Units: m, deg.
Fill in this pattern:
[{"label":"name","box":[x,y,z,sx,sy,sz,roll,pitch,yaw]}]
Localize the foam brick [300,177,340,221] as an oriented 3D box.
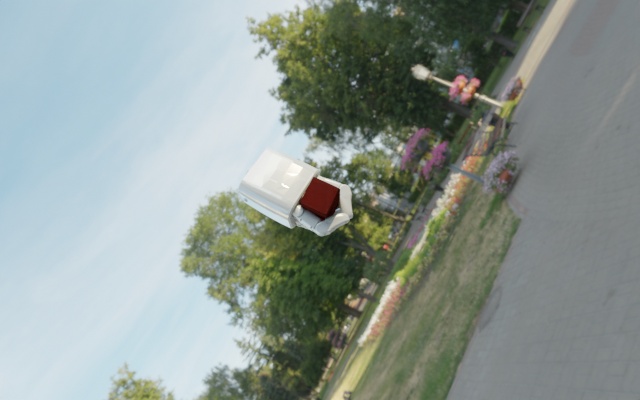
[{"label":"foam brick","box":[0.000,0.003,0.819,0.051,0.053,0.078,26,-14,9]}]
